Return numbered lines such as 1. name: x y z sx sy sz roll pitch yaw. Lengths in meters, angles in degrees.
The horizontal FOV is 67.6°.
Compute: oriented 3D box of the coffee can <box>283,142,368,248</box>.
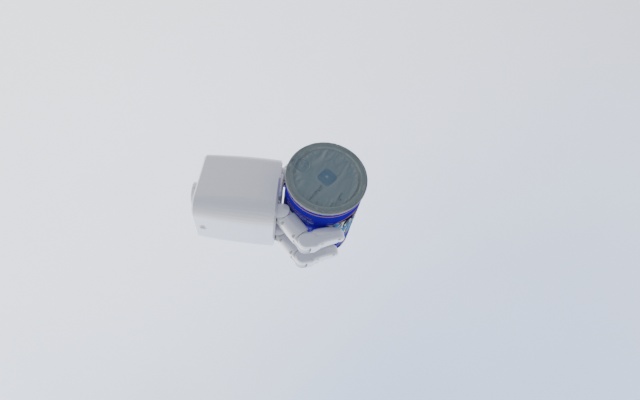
1. coffee can: 0.000 0.002 0.651 0.103 0.102 0.140 0 -27 -7
